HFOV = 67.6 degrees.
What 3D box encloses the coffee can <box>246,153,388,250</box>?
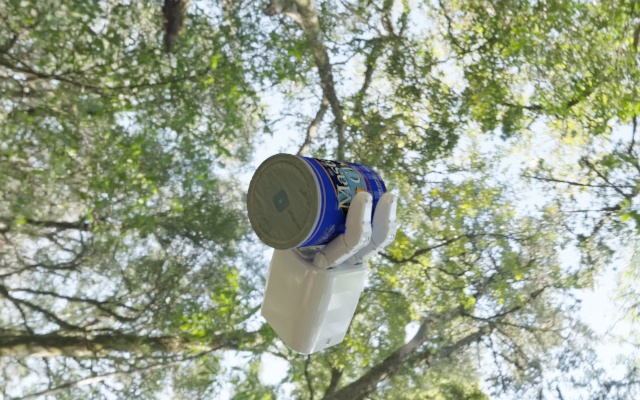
[{"bbox_3d":[0.000,0.002,0.556,0.103,0.103,0.140,0,-1,38],"label":"coffee can"}]
